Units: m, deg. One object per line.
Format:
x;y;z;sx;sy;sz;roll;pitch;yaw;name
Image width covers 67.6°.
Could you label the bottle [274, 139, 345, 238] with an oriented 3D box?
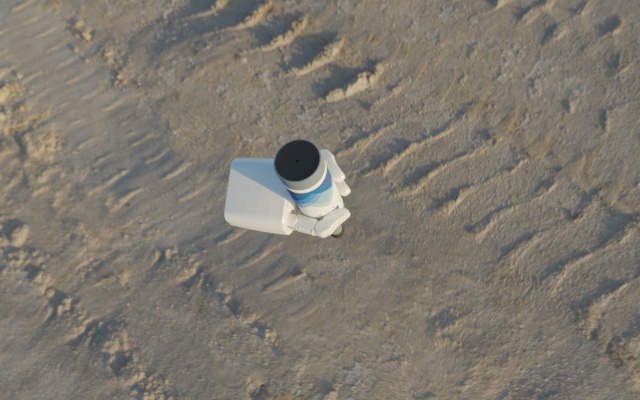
0.000;0.002;0.770;0.069;0.069;0.296;0;-22;13;bottle
